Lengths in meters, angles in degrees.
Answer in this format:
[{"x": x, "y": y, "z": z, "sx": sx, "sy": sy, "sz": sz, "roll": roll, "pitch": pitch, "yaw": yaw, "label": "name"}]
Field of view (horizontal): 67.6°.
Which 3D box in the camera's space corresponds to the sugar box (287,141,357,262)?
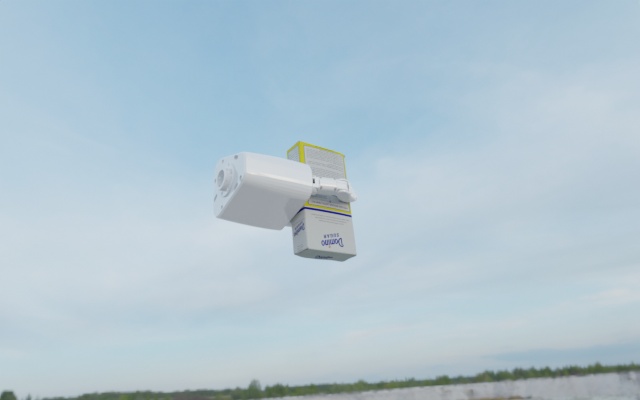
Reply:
[{"x": 0.000, "y": 0.002, "z": 0.737, "sx": 0.093, "sy": 0.176, "sz": 0.048, "roll": 12, "pitch": -26, "yaw": -33, "label": "sugar box"}]
